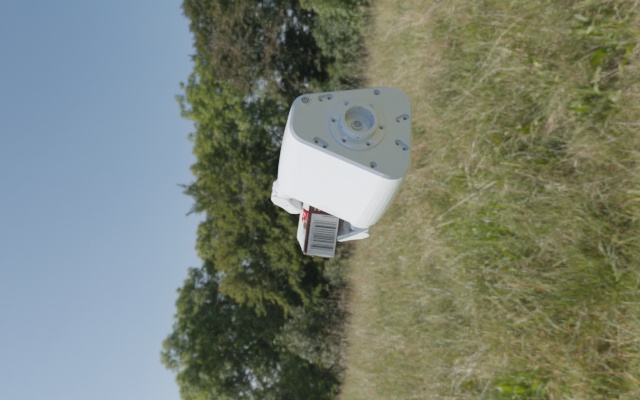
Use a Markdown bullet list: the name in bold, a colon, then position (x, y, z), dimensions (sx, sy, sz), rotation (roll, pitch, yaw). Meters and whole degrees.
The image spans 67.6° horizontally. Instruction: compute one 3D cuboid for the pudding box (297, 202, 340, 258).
- **pudding box**: position (0.000, 0.002, 0.551), dimensions (0.039, 0.113, 0.090), rotation (8, 5, -7)
